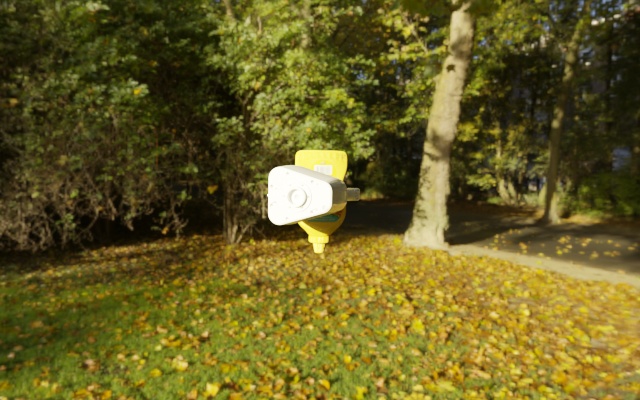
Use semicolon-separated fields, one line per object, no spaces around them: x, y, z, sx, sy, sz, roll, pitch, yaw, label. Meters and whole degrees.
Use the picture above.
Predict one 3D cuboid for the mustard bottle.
0.000;0.003;0.899;0.096;0.191;0.058;1;3;-9;mustard bottle
